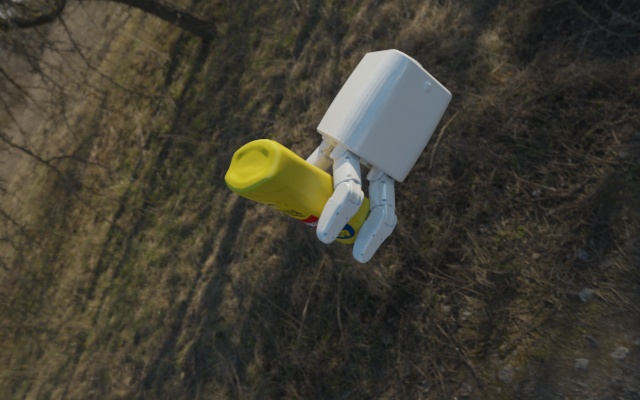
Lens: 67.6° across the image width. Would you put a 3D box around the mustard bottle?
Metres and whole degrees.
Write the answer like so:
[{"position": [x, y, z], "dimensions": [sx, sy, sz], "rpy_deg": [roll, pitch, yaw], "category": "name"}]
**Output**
[{"position": [0.000, 0.002, 0.511], "dimensions": [0.192, 0.058, 0.096], "rpy_deg": [28, -17, -35], "category": "mustard bottle"}]
